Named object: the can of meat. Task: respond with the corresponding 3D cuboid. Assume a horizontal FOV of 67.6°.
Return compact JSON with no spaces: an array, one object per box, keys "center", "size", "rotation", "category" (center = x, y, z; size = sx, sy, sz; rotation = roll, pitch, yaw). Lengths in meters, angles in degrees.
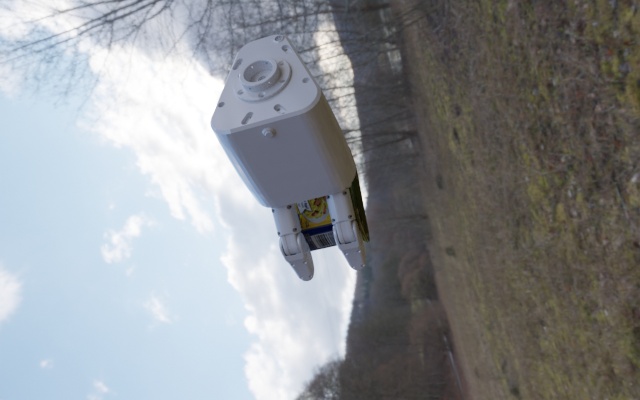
[{"center":[0.000,0.002,0.502],"size":[0.084,0.102,0.057],"rotation":[-13,-31,10],"category":"can of meat"}]
